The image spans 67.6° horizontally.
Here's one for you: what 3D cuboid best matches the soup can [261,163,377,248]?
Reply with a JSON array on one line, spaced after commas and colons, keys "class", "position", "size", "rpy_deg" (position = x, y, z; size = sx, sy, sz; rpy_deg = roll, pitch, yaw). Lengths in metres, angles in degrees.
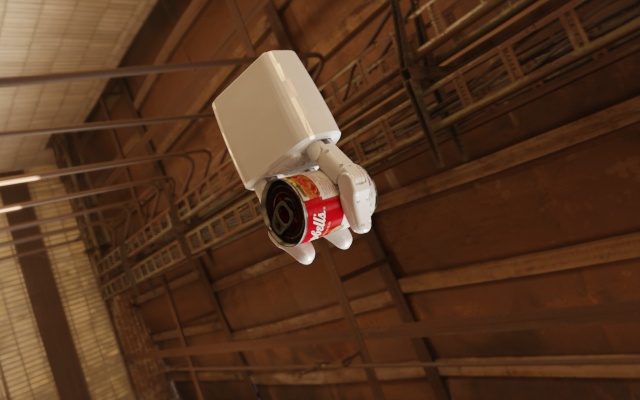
[{"class": "soup can", "position": [0.001, 0.002, 0.484], "size": [0.102, 0.068, 0.068], "rpy_deg": [-16, 11, -41]}]
